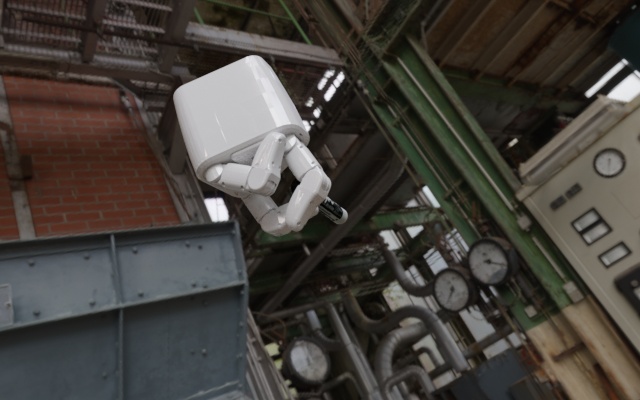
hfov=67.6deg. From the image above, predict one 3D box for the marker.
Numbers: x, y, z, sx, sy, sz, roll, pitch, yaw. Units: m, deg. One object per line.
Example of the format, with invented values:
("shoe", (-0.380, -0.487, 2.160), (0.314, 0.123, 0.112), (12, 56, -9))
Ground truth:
("marker", (0.000, 0.002, 0.510), (0.020, 0.020, 0.121), (0, -17, 24))
